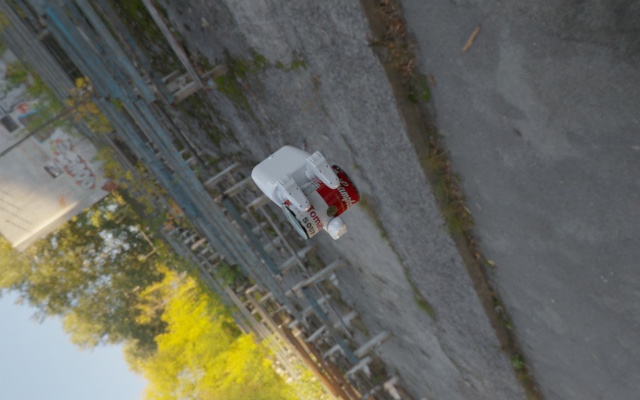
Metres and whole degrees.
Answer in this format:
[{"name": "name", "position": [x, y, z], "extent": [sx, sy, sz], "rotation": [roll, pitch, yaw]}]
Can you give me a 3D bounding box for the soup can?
[{"name": "soup can", "position": [0.000, 0.003, 0.719], "extent": [0.102, 0.068, 0.068], "rotation": [-37, 9, -12]}]
